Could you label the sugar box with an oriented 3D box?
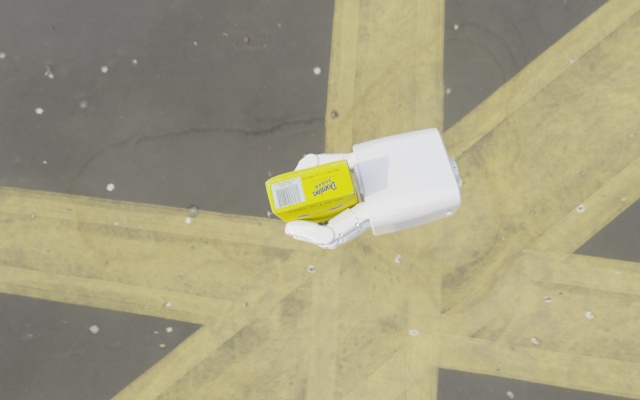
[{"bbox_3d":[0.000,0.002,0.590,0.093,0.048,0.176,-14,-15,6],"label":"sugar box"}]
